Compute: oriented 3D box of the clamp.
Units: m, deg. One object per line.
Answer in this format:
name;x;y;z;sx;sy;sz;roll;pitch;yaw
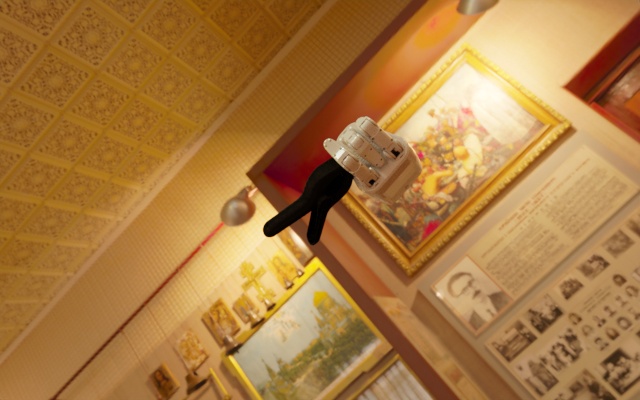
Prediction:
clamp;0.000;0.002;0.726;0.039;0.171;0.120;49;11;29
